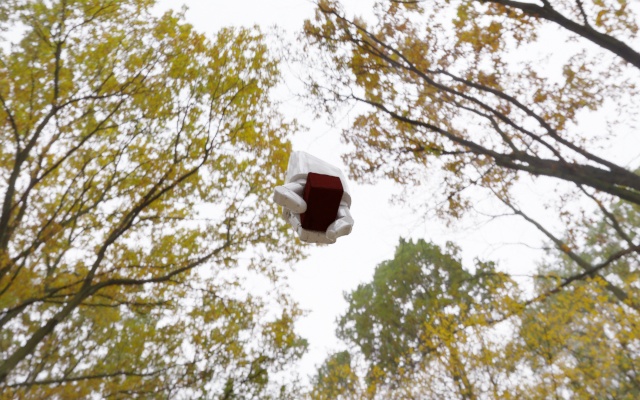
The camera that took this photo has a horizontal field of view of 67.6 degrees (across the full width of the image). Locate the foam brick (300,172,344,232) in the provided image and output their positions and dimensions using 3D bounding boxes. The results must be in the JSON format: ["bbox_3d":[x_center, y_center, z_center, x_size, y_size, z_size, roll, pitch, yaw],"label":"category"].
[{"bbox_3d":[0.000,0.002,0.741,0.053,0.078,0.051,9,29,-10],"label":"foam brick"}]
